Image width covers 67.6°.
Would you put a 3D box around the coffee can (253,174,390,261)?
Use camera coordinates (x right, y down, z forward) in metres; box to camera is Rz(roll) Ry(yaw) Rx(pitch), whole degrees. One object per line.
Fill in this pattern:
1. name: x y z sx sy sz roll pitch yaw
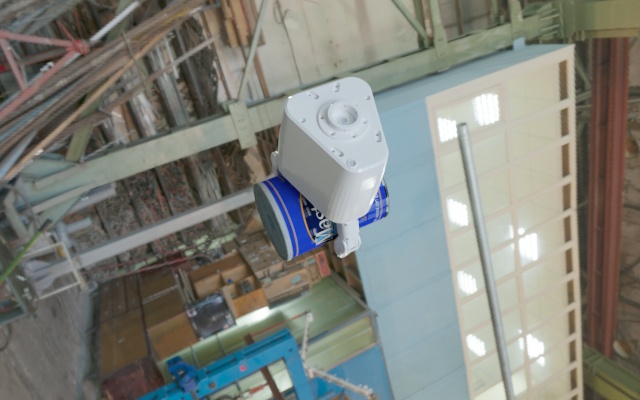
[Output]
1. coffee can: 0.000 0.002 0.600 0.140 0.103 0.103 -22 7 -17
